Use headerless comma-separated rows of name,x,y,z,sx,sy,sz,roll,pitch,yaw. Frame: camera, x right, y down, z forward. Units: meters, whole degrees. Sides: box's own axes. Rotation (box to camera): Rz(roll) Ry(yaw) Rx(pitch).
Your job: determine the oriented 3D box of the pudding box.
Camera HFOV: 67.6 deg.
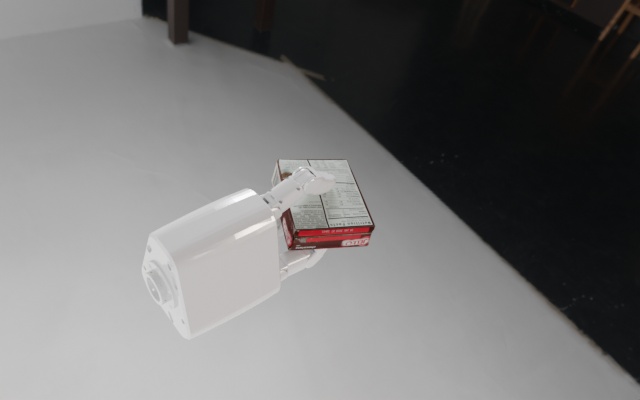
pudding box,0.000,0.002,0.529,0.090,0.113,0.039,-1,-43,-18
